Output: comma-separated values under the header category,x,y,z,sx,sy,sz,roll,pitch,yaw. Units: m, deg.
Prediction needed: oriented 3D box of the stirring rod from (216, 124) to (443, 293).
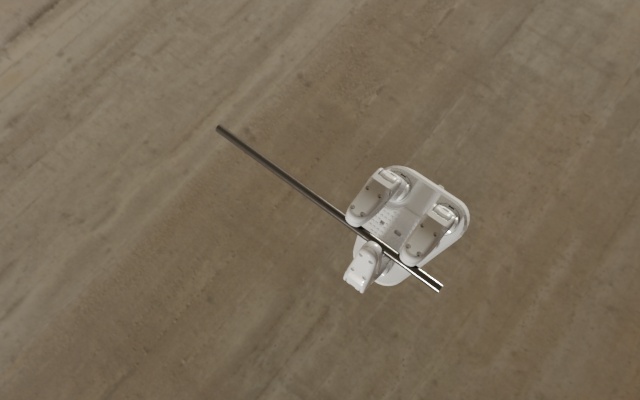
category,x,y,z,sx,sy,sz,roll,pitch,yaw
stirring rod,0.000,0.001,0.406,0.239,0.011,0.011,36,11,16
